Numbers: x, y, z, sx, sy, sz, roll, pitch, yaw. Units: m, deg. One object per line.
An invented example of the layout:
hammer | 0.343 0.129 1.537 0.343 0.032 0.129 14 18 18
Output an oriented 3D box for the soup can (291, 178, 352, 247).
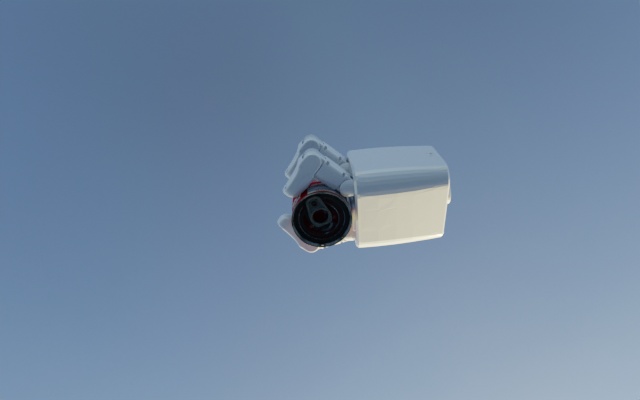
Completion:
soup can | 0.000 0.002 0.574 0.068 0.068 0.102 0 24 -2
